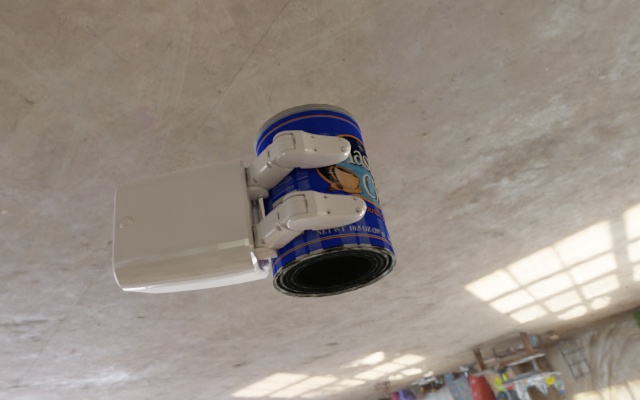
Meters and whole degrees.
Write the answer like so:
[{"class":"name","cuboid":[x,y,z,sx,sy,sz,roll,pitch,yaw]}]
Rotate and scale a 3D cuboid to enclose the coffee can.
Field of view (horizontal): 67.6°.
[{"class":"coffee can","cuboid":[0.000,0.001,0.423,0.103,0.140,0.103,-9,-29,-5]}]
